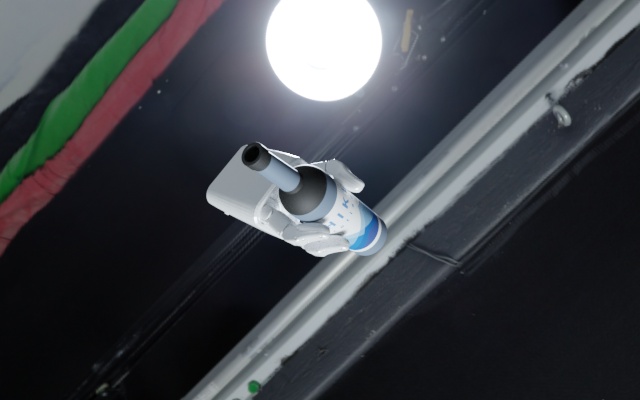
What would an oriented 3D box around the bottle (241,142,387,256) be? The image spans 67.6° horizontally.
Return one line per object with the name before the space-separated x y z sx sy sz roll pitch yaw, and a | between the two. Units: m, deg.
bottle | 0.000 0.002 0.607 0.069 0.069 0.296 0 -20 31
